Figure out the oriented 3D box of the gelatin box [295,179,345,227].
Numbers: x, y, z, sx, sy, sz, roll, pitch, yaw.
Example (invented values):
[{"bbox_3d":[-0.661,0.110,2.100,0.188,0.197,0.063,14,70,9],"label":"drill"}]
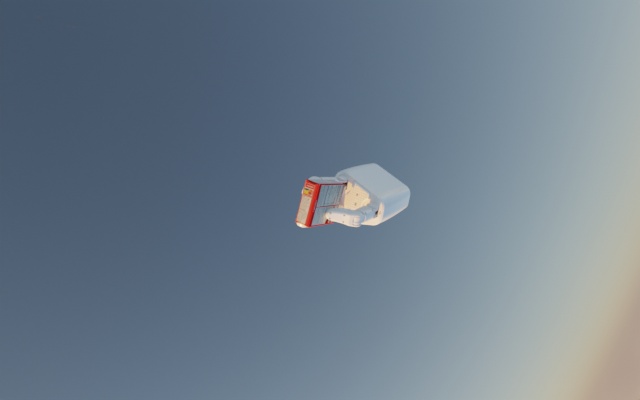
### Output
[{"bbox_3d":[0.000,0.003,0.791,0.030,0.073,0.089,21,13,28],"label":"gelatin box"}]
